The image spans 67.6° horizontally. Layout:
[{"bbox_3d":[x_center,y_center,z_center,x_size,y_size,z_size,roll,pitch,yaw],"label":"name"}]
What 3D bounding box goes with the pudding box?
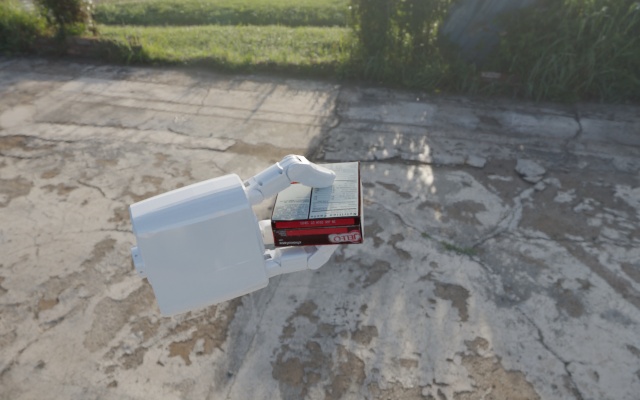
[{"bbox_3d":[0.000,0.002,0.507,0.090,0.039,0.113,-2,35,6],"label":"pudding box"}]
